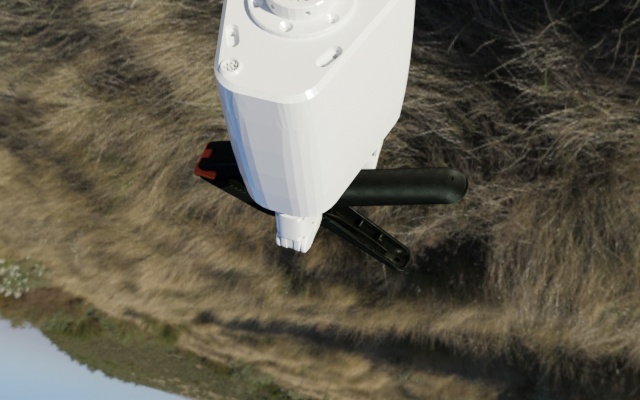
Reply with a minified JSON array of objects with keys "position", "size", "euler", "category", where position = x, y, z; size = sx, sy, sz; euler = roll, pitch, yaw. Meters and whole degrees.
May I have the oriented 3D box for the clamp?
[{"position":[-0.001,0.002,0.401],"size":[0.210,0.036,0.165],"euler":[14,-28,9],"category":"clamp"}]
